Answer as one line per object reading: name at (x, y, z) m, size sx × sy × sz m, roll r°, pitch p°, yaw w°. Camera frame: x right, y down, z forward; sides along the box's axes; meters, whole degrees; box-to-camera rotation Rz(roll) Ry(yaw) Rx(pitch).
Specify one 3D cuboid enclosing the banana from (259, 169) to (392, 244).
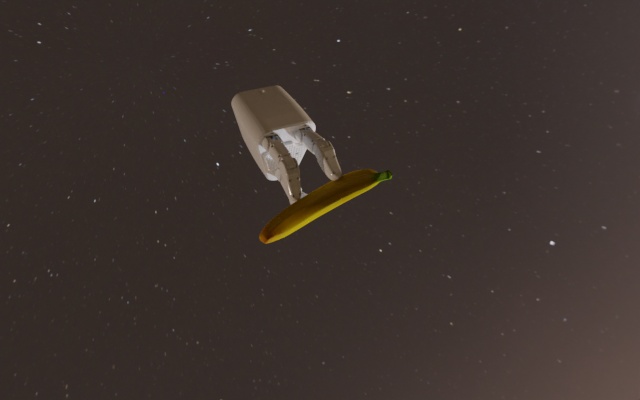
banana at (0.001, 0.001, 0.665) m, size 0.198 × 0.037 × 0.069 m, roll -29°, pitch 1°, yaw -5°
